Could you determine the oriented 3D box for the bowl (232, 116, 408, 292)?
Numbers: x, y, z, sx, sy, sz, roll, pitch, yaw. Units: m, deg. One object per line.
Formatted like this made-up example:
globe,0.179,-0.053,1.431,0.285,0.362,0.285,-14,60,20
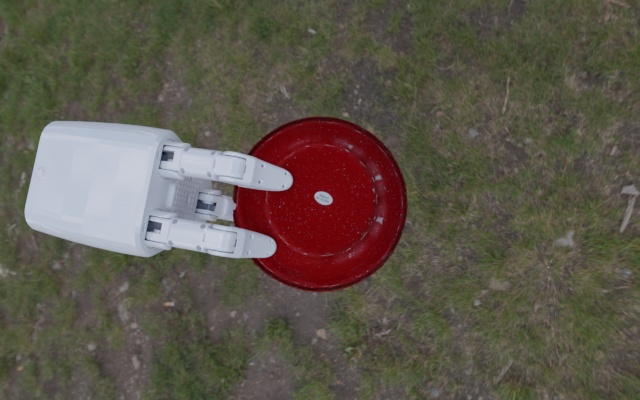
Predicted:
bowl,0.001,0.001,0.413,0.162,0.162,0.055,0,-3,-1
